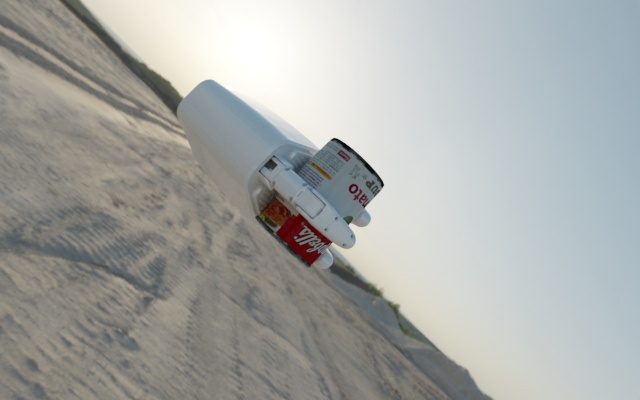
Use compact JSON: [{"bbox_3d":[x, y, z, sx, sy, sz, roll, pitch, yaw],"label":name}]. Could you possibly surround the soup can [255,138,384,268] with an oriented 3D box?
[{"bbox_3d":[0.001,0.001,0.436,0.068,0.102,0.068,43,-3,3],"label":"soup can"}]
